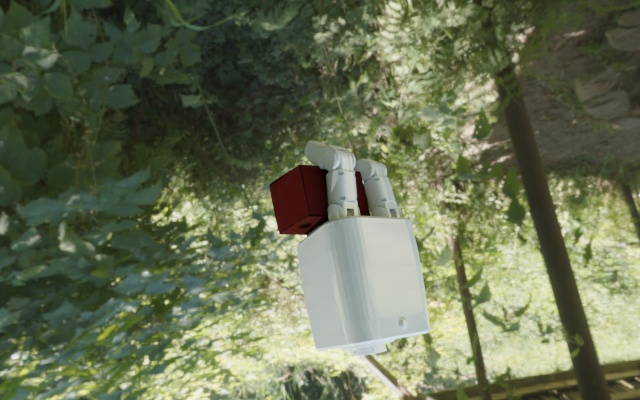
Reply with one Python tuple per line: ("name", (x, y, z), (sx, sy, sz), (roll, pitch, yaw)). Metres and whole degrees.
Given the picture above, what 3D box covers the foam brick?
("foam brick", (0.000, 0.001, 0.458), (0.078, 0.051, 0.053), (4, -22, -38))
